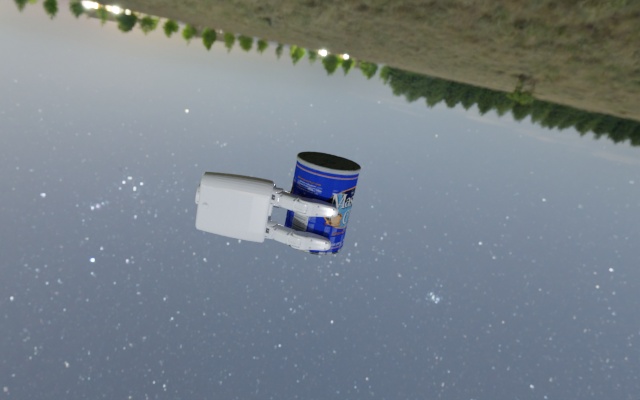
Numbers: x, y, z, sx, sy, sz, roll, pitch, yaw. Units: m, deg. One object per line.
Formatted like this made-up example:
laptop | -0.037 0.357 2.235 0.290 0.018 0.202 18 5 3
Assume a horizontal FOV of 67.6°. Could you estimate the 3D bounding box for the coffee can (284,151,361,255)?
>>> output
coffee can | 0.000 0.002 0.768 0.103 0.140 0.102 11 18 -3
